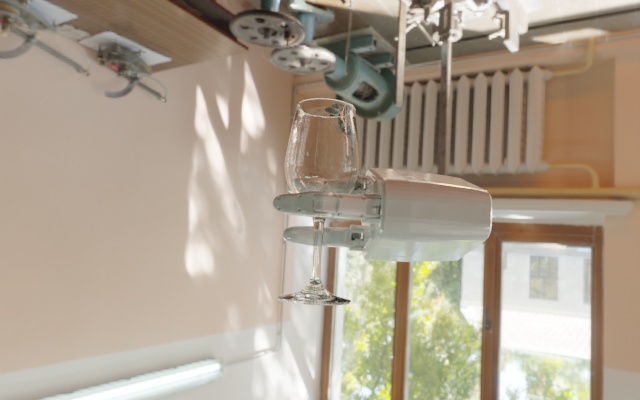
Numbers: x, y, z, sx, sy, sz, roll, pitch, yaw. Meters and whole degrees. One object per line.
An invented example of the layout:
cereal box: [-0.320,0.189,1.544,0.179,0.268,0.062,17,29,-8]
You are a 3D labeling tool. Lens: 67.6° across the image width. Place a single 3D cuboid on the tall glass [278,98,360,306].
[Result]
tall glass: [0.000,0.002,0.490,0.079,0.201,0.079,3,-5,0]
